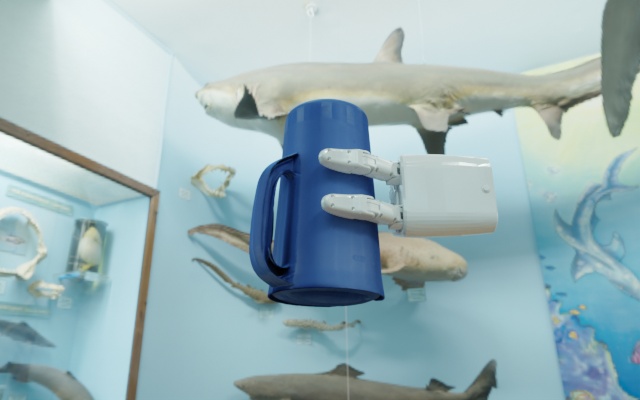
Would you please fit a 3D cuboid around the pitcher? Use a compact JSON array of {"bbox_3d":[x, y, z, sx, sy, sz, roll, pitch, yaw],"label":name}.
[{"bbox_3d":[0.000,0.002,0.573,0.145,0.242,0.149,0,-20,1],"label":"pitcher"}]
